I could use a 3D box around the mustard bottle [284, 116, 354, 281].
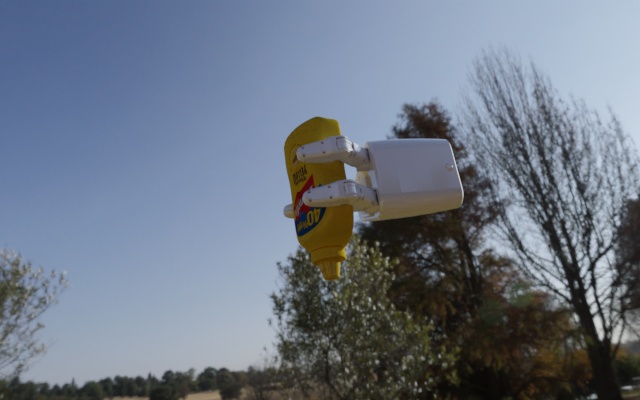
[{"bbox_3d":[0.000,0.002,0.583,0.058,0.191,0.096,5,-25,-33],"label":"mustard bottle"}]
